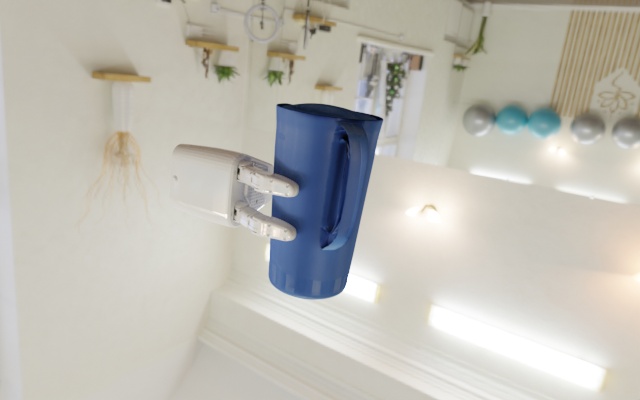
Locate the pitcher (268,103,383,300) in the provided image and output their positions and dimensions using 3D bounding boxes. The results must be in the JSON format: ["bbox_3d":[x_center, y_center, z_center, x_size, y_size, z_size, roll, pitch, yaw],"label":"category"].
[{"bbox_3d":[0.000,0.002,0.609,0.145,0.243,0.149,13,16,22],"label":"pitcher"}]
